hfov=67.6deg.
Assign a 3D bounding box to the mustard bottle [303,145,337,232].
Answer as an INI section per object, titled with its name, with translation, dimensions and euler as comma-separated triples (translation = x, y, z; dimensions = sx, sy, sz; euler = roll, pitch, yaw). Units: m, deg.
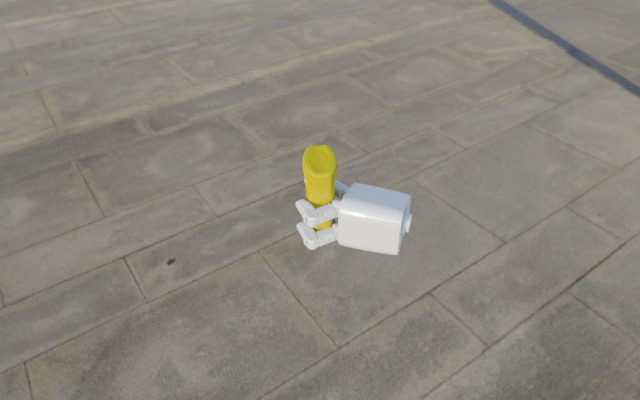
[mustard bottle]
translation = 0.000, 0.003, 0.857
dimensions = 0.058, 0.192, 0.096
euler = -5, 40, -4
